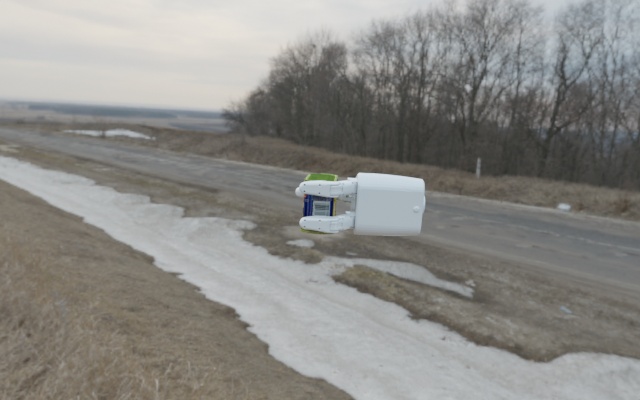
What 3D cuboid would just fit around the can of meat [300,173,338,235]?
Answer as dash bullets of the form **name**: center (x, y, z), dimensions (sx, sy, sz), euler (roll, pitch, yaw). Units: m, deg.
- **can of meat**: center (0.000, 0.002, 0.785), dimensions (0.057, 0.084, 0.102), euler (4, 11, 3)
